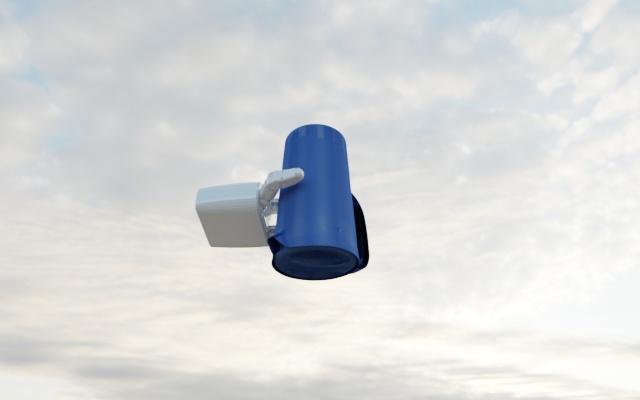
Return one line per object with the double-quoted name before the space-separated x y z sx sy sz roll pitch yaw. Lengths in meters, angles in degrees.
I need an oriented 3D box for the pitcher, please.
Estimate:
"pitcher" 0.000 0.003 0.781 0.145 0.242 0.149 -4 -31 7
